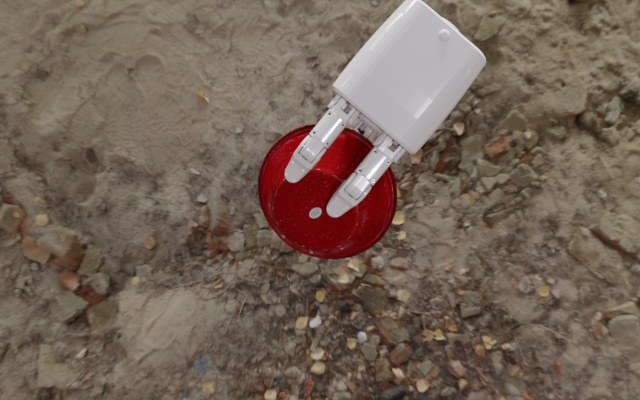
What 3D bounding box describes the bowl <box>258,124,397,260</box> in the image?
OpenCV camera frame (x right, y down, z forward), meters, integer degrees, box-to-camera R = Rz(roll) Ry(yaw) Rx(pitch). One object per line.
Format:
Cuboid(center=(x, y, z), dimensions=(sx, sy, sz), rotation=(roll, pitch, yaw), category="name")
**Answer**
Cuboid(center=(-0.001, 0.003, 0.517), dimensions=(0.162, 0.162, 0.055), rotation=(0, 20, 14), category="bowl")
